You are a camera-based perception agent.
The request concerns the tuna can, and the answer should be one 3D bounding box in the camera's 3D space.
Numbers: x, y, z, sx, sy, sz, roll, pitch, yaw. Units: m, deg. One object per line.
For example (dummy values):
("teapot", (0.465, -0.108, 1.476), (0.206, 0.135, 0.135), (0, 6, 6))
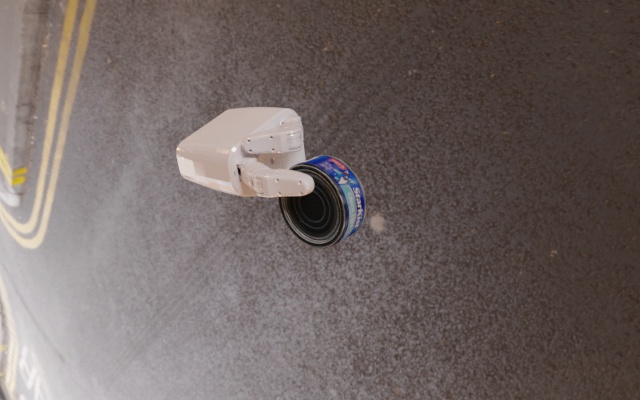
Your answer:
("tuna can", (0.000, 0.002, 0.458), (0.086, 0.086, 0.033), (0, 17, 41))
